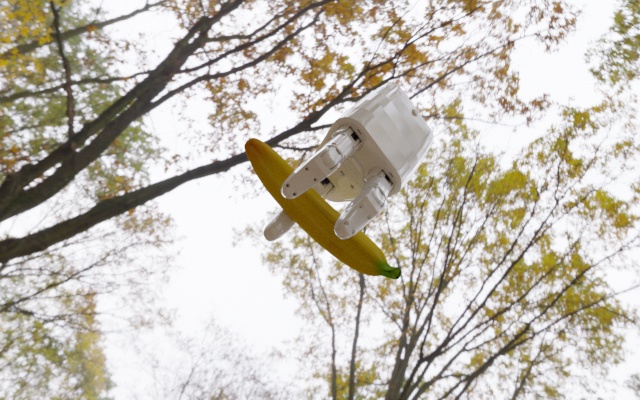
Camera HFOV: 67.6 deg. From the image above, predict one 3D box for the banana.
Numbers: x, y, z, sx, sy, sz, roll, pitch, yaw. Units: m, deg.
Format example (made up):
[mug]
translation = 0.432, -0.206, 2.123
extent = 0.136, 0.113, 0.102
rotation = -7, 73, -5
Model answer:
[banana]
translation = 0.000, 0.012, 0.478
extent = 0.037, 0.198, 0.070
rotation = -44, -13, -27
